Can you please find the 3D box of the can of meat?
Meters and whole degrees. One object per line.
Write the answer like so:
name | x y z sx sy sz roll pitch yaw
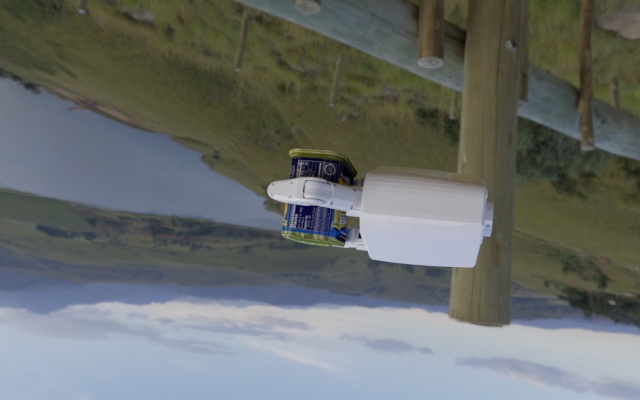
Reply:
can of meat | 0.000 0.002 0.484 0.057 0.084 0.102 5 -8 14
